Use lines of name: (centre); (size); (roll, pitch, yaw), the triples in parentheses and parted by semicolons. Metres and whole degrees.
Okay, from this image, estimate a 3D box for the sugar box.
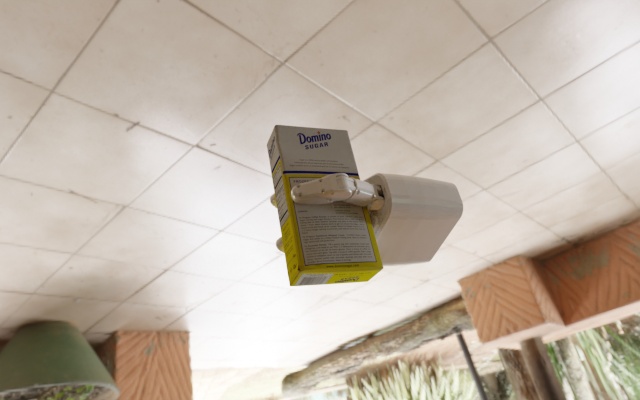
sugar box: (0.000, 0.002, 0.521); (0.093, 0.176, 0.048); (1, -32, -23)
